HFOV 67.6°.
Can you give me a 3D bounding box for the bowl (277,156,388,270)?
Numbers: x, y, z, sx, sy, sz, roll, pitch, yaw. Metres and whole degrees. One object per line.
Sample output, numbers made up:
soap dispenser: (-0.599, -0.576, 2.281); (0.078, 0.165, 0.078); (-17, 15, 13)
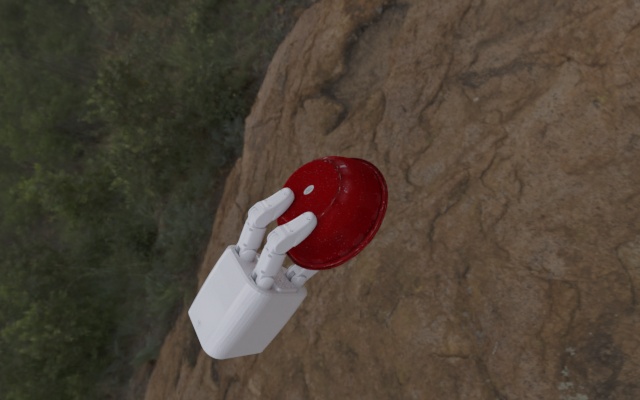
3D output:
bowl: (0.001, 0.001, 0.592); (0.162, 0.162, 0.055); (0, -29, 39)
